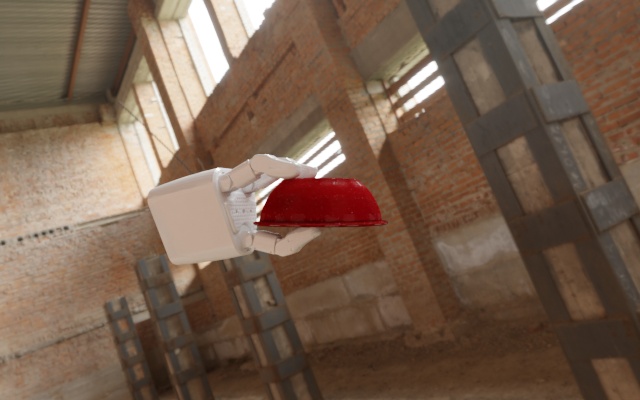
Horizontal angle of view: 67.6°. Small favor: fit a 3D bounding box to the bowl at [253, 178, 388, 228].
[{"bbox_3d":[0.001,0.001,0.576,0.162,0.055,0.162,0,0,0],"label":"bowl"}]
